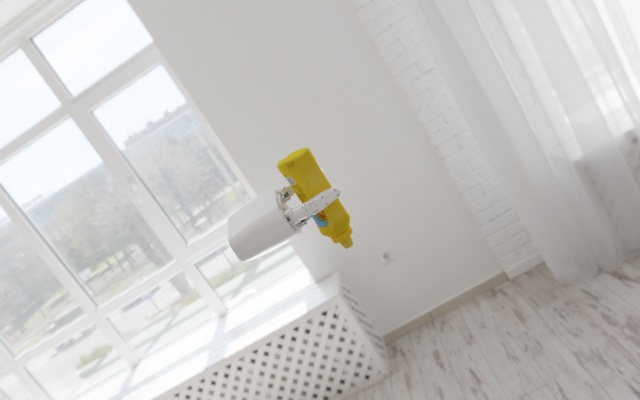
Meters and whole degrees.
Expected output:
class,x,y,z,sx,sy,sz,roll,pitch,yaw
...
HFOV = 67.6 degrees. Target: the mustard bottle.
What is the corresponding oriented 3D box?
class,x,y,z,sx,sy,sz,roll,pitch,yaw
mustard bottle,0.000,0.002,0.828,0.058,0.192,0.096,-36,12,-19
